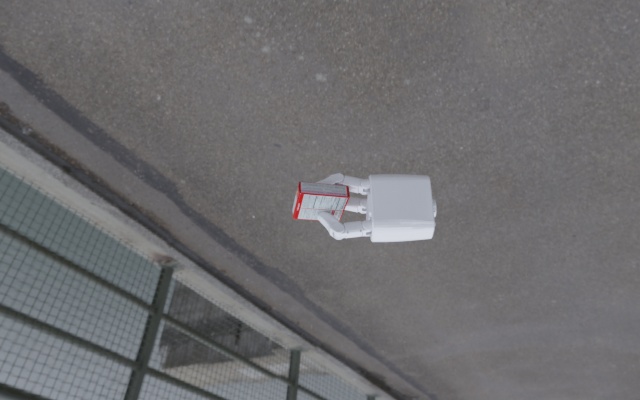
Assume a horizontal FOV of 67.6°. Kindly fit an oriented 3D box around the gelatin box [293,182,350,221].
[{"bbox_3d":[0.000,0.003,0.835,0.089,0.030,0.073,4,-39,-11],"label":"gelatin box"}]
